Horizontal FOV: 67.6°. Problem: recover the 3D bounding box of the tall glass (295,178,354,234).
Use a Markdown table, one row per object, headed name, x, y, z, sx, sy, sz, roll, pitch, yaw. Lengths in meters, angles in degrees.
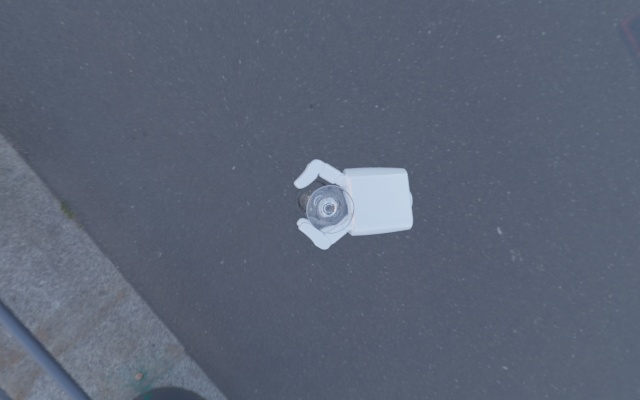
| name | x | y | z | sx | sy | sz | roll | pitch | yaw |
| --- | --- | --- | --- | --- | --- | --- | --- | --- | --- |
| tall glass | 0.000 | 0.003 | 0.821 | 0.079 | 0.079 | 0.201 | 0 | 7 | -9 |
